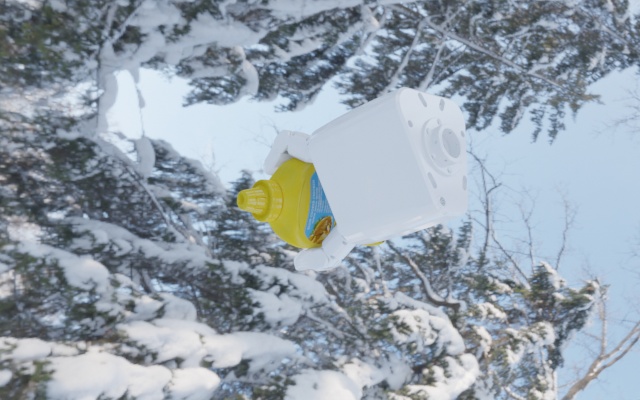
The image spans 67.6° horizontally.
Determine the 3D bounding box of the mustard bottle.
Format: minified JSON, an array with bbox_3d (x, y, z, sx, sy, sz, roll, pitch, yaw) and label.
[{"bbox_3d":[0.000,0.002,0.501,0.191,0.096,0.058,1,10,-41],"label":"mustard bottle"}]
